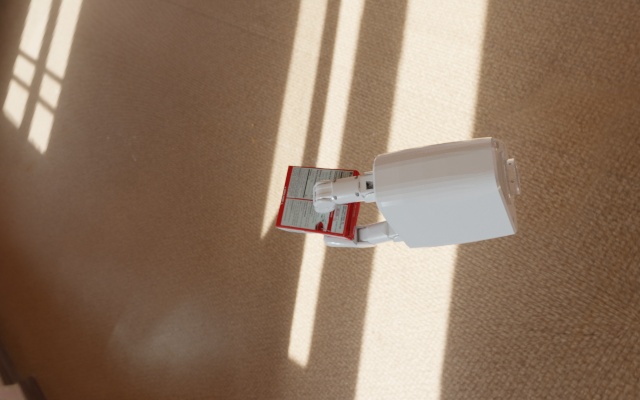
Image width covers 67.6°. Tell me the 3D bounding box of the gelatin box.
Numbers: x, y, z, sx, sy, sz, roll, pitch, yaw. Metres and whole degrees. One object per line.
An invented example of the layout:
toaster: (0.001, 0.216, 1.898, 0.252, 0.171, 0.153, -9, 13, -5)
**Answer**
gelatin box: (0.000, 0.002, 0.530, 0.089, 0.073, 0.030, 6, -10, 26)
